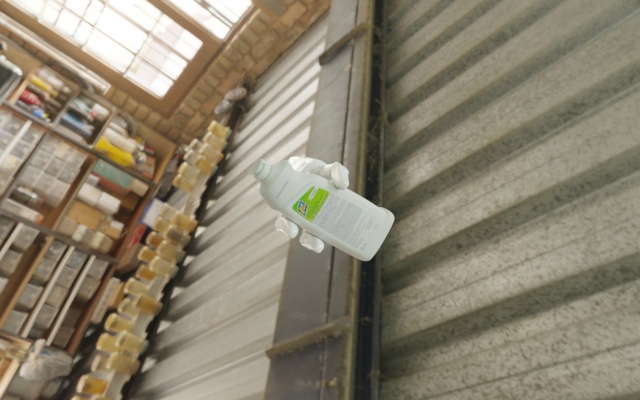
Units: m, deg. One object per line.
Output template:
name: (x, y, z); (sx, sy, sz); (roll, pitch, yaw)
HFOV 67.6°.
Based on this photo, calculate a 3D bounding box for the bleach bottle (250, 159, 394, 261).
bleach bottle: (0.000, 0.003, 0.776); (0.251, 0.102, 0.068); (33, -6, -27)
